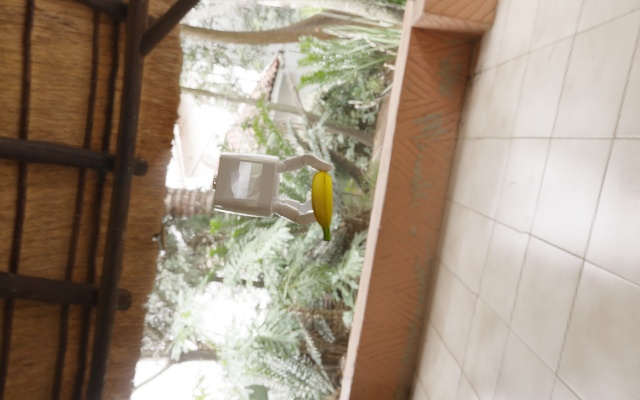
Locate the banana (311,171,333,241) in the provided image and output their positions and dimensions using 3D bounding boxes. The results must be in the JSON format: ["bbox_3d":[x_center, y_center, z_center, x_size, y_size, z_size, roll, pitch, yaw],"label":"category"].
[{"bbox_3d":[0.002,-0.011,0.845,0.037,0.070,0.197,4,31,-2],"label":"banana"}]
